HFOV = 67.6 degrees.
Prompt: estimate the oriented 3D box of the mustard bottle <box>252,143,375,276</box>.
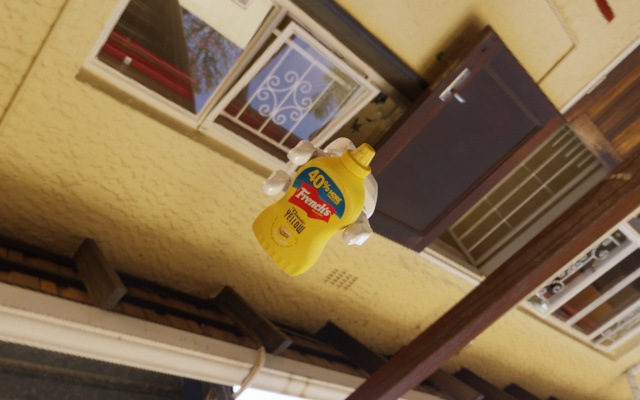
[{"bbox_3d":[0.000,0.002,0.611,0.192,0.096,0.058,-47,-19,21],"label":"mustard bottle"}]
